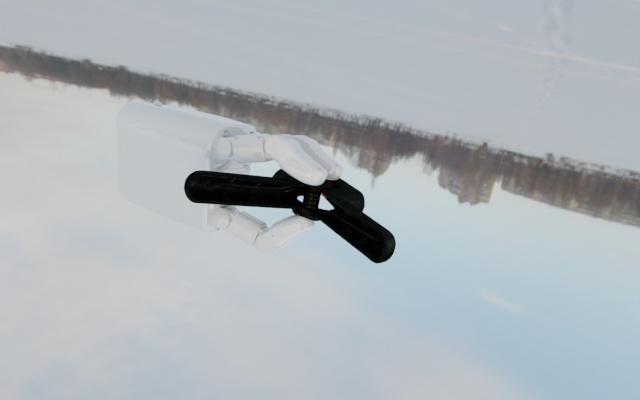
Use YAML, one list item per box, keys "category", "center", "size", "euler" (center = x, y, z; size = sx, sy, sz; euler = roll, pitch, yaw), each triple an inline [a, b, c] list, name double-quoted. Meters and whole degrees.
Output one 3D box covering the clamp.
- category: "clamp"
  center: [0.000, 0.002, 0.435]
  size: [0.164, 0.036, 0.210]
  euler: [20, 12, 14]
